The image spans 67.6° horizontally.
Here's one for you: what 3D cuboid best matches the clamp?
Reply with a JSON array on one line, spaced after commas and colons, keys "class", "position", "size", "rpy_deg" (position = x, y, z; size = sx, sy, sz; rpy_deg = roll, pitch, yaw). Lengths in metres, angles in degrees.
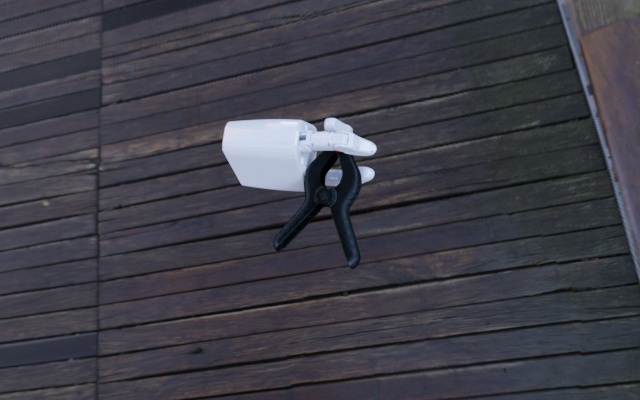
[{"class": "clamp", "position": [0.000, 0.002, 0.636], "size": [0.120, 0.171, 0.039], "rpy_deg": [3, -13, 13]}]
